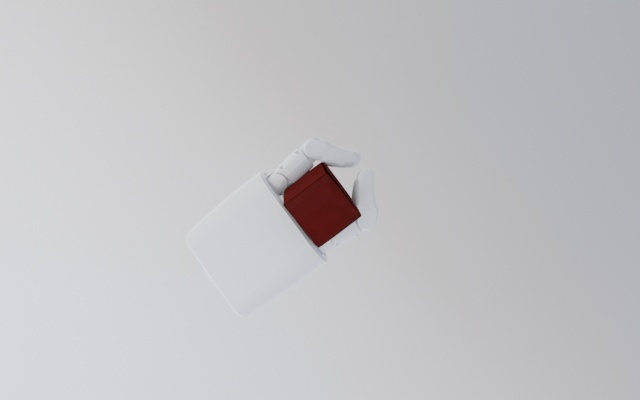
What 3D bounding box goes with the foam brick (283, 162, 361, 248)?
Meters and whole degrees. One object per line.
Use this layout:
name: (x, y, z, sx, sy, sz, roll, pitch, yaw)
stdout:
foam brick: (0.000, 0.001, 0.460, 0.051, 0.053, 0.078, -37, 11, 4)
